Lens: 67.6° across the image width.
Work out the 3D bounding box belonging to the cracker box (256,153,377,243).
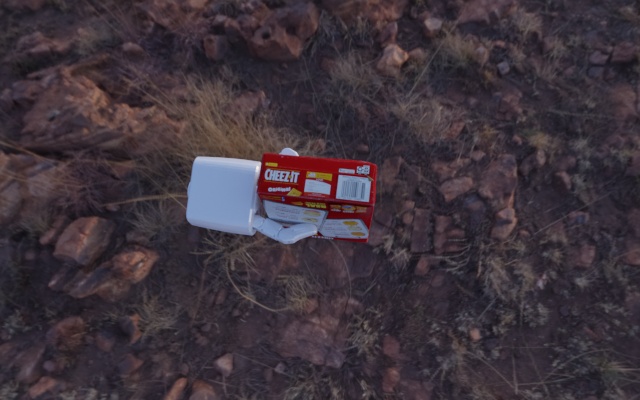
[{"bbox_3d":[0.000,0.003,0.751,0.164,0.072,0.214,6,-18,5],"label":"cracker box"}]
